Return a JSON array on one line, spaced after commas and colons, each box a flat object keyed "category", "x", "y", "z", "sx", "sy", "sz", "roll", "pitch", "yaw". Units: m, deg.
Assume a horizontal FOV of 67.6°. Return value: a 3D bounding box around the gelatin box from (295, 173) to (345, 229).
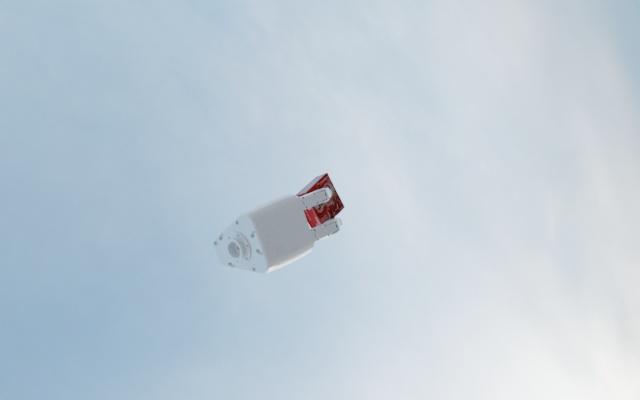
[{"category": "gelatin box", "x": 0.000, "y": 0.003, "z": 0.836, "sx": 0.030, "sy": 0.073, "sz": 0.089, "roll": -18, "pitch": 16, "yaw": 35}]
